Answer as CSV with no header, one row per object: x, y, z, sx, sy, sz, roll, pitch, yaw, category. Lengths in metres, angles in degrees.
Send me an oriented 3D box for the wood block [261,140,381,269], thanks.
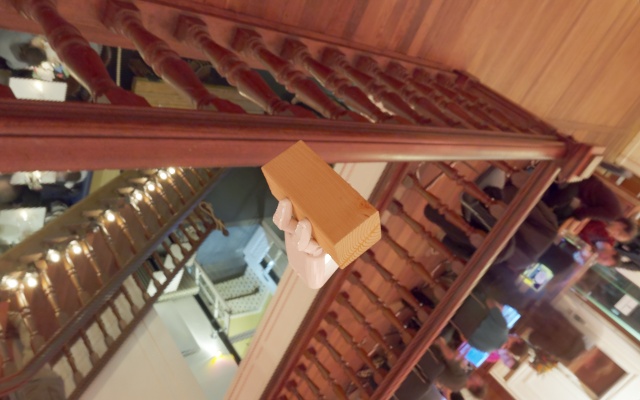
0.001,0.003,0.813,0.091,0.206,0.090,-37,-32,-14,wood block
